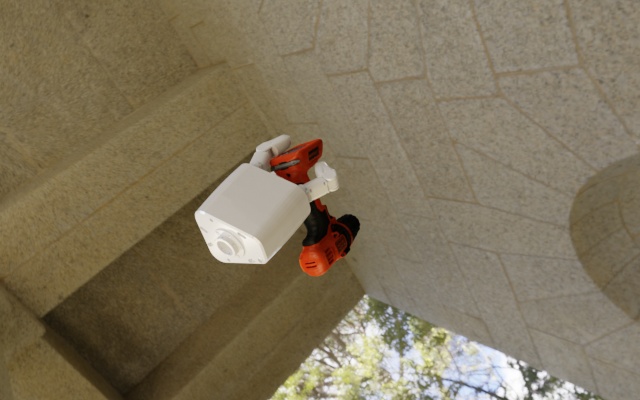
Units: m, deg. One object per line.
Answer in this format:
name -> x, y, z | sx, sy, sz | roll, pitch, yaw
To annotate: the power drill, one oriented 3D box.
power drill -> 0.000, 0.002, 0.750 | 0.057, 0.188, 0.184 | -16, 11, 26
